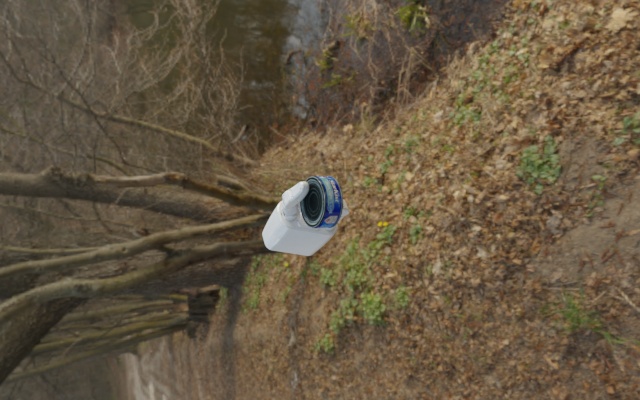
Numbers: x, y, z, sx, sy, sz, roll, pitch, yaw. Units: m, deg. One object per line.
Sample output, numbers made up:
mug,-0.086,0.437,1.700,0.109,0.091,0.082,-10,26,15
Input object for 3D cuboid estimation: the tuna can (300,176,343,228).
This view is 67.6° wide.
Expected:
tuna can,0.000,0.002,0.773,0.034,0.086,0.086,0,0,-30
